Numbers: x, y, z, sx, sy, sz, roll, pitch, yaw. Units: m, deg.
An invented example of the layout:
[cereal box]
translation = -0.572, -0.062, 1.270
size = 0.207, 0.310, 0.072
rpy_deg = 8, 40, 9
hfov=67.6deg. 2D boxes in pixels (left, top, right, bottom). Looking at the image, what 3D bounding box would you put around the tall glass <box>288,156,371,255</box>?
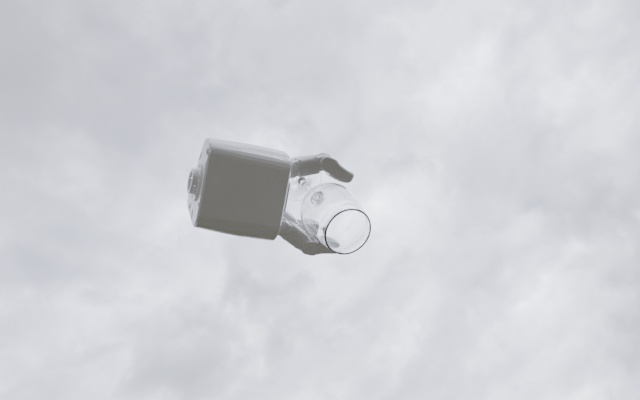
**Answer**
[tall glass]
translation = 0.000, 0.002, 0.665
size = 0.079, 0.079, 0.201
rpy_deg = 0, 22, -22
